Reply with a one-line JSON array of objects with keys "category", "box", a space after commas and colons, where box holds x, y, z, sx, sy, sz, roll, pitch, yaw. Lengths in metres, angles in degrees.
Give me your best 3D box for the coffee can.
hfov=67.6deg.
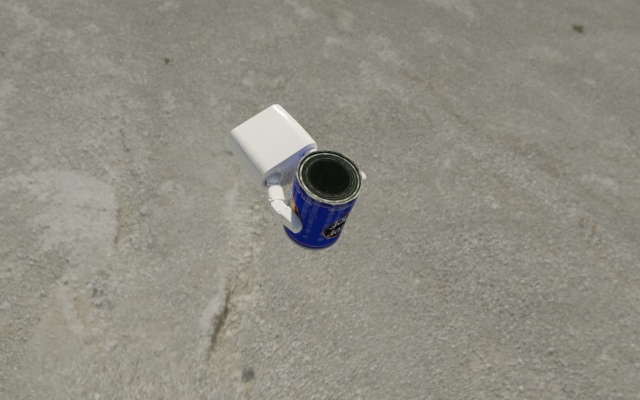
[{"category": "coffee can", "box": [0.000, 0.003, 0.763, 0.103, 0.102, 0.140, 0, -34, -15]}]
